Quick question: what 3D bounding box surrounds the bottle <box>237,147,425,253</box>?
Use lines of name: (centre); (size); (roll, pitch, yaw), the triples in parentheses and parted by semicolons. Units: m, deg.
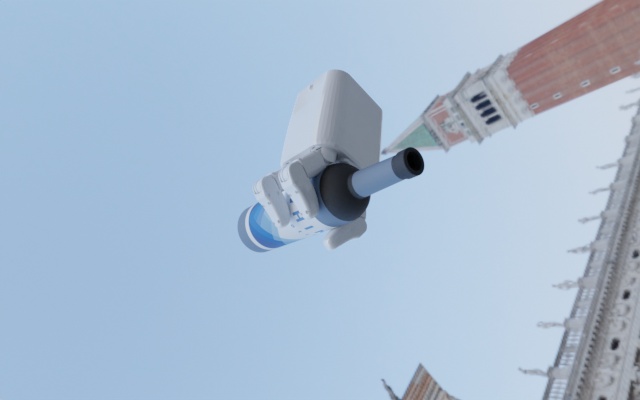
bottle: (0.000, 0.002, 0.546); (0.069, 0.069, 0.296); (0, -15, -37)
